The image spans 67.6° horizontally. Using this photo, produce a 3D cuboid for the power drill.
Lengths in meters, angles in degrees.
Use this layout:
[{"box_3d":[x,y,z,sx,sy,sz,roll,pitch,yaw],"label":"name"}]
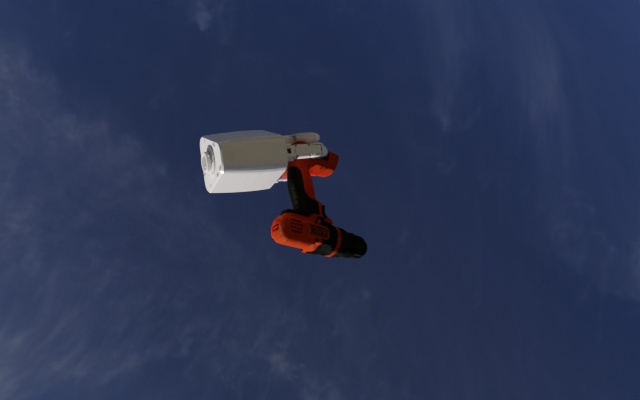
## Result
[{"box_3d":[0.000,0.002,0.806,0.184,0.187,0.057,18,-36,-37],"label":"power drill"}]
